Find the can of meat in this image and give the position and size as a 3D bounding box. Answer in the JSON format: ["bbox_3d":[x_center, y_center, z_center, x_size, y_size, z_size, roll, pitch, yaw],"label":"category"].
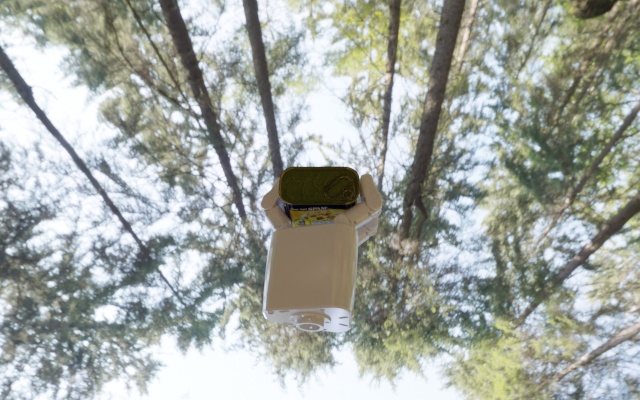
[{"bbox_3d":[0.000,0.002,0.633,0.102,0.057,0.084,0,-33,3],"label":"can of meat"}]
